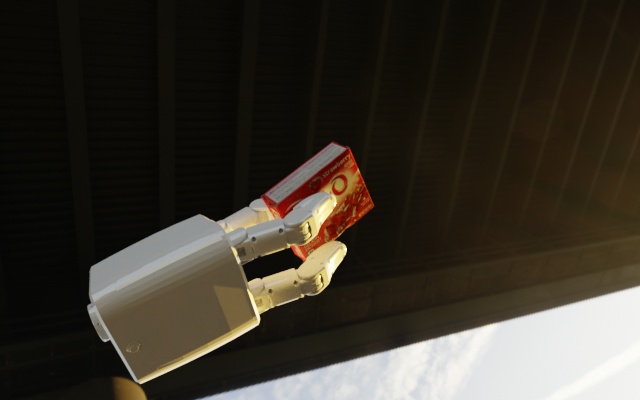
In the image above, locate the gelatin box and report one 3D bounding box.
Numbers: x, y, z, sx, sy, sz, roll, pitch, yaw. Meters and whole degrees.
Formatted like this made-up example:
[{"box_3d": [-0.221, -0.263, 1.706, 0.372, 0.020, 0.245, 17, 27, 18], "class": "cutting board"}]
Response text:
[{"box_3d": [0.000, 0.001, 0.442, 0.089, 0.073, 0.030, -39, 37, -17], "class": "gelatin box"}]
